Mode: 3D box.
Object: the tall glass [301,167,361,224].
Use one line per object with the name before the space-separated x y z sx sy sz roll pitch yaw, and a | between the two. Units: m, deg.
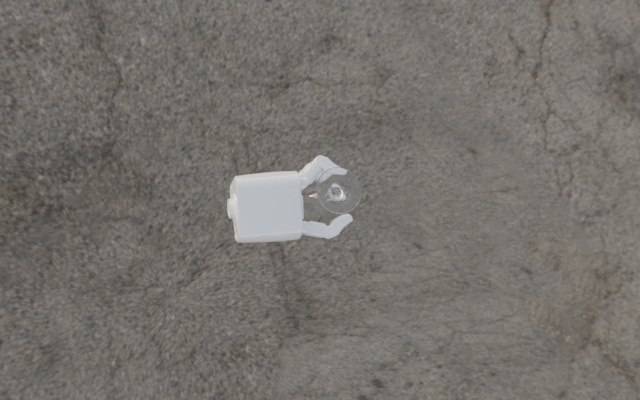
tall glass | 0.000 0.003 0.838 0.079 0.079 0.201 0 -11 -17
